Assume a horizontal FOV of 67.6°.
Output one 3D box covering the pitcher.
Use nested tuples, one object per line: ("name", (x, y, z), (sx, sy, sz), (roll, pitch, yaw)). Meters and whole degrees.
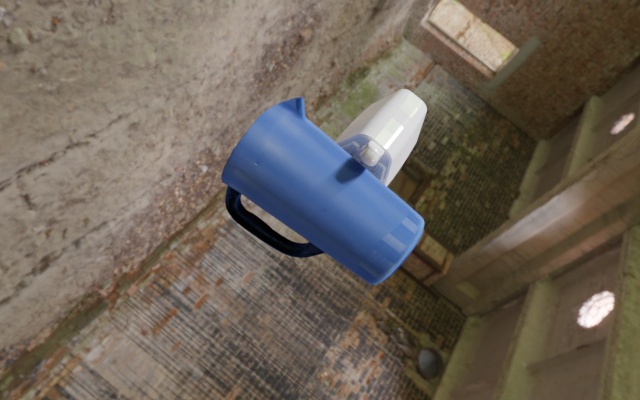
("pitcher", (0.000, 0.002, 0.610), (0.243, 0.145, 0.149), (38, -24, 2))
